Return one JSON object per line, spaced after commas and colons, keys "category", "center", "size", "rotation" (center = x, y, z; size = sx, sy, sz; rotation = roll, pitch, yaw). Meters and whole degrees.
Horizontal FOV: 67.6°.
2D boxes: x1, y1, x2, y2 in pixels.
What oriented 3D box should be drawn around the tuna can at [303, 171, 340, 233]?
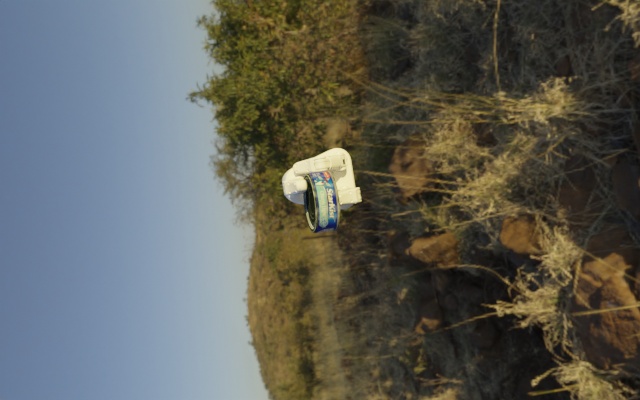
{"category": "tuna can", "center": [0.000, 0.002, 0.673], "size": [0.034, 0.086, 0.086], "rotation": [-7, 1, -12]}
